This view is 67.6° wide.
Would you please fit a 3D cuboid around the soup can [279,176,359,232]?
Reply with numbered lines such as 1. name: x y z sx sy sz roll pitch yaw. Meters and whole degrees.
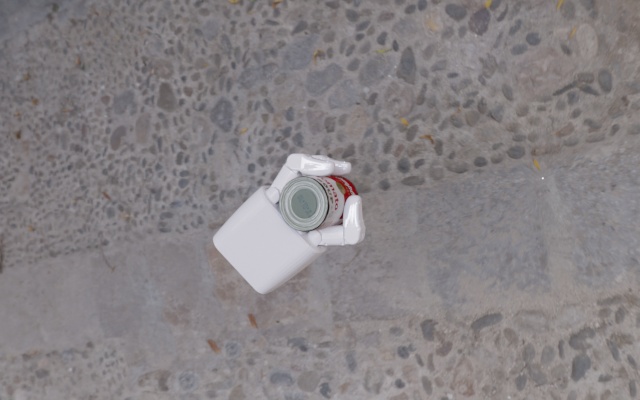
1. soup can: 0.000 0.002 0.605 0.068 0.068 0.102 0 2 25
